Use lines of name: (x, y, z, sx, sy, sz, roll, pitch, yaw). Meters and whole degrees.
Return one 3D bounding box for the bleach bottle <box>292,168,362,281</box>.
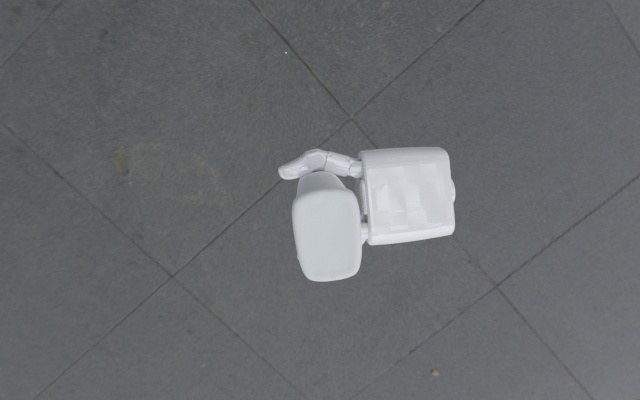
bleach bottle: (0.000, 0.002, 0.591, 0.068, 0.102, 0.250, -6, 18, -2)
